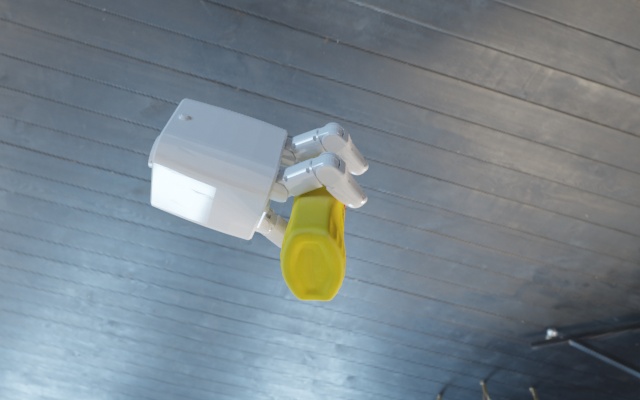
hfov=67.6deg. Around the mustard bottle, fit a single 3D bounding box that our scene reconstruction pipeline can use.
[{"bbox_3d":[0.000,0.002,0.491,0.058,0.096,0.191,0,39,6],"label":"mustard bottle"}]
